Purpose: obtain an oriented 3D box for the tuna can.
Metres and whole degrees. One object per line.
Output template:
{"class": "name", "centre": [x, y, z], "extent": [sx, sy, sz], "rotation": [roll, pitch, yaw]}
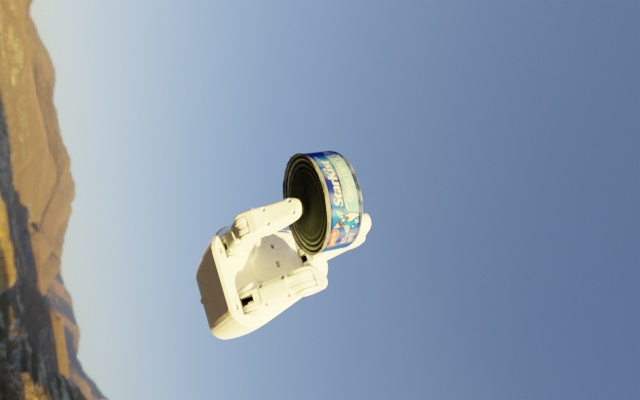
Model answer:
{"class": "tuna can", "centre": [0.001, 0.001, 0.403], "extent": [0.034, 0.086, 0.086], "rotation": [-9, 4, -26]}
